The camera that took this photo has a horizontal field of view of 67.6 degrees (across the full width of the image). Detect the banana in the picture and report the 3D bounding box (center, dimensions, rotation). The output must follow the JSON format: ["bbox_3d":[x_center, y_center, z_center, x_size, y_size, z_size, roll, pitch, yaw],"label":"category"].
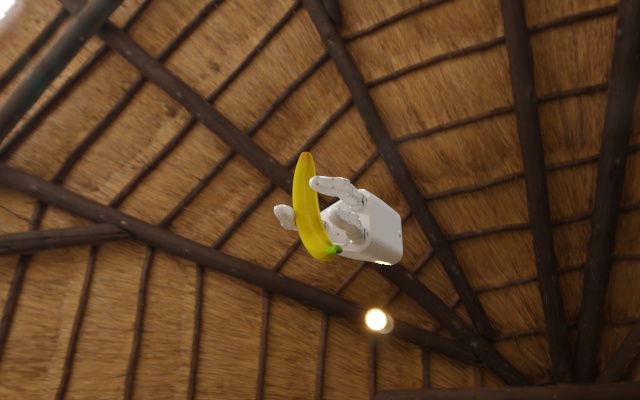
[{"bbox_3d":[-0.010,0.017,0.688,0.037,0.197,0.070,17,-52,-36],"label":"banana"}]
